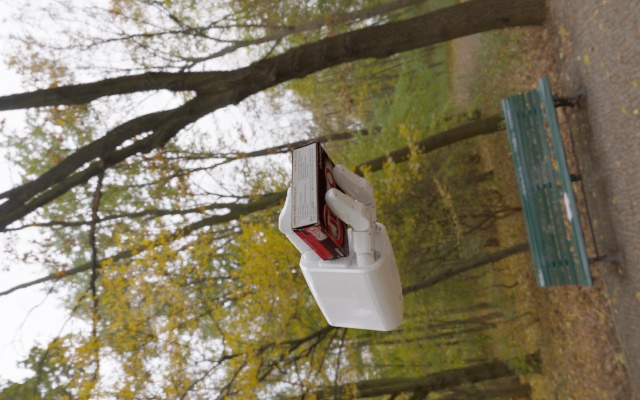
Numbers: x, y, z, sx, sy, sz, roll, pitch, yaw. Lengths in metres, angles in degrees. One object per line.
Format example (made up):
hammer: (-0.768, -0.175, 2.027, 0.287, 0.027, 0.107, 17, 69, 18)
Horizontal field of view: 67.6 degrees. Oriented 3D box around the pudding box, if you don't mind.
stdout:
pudding box: (0.000, 0.002, 0.556, 0.039, 0.113, 0.090, -15, -33, 17)
